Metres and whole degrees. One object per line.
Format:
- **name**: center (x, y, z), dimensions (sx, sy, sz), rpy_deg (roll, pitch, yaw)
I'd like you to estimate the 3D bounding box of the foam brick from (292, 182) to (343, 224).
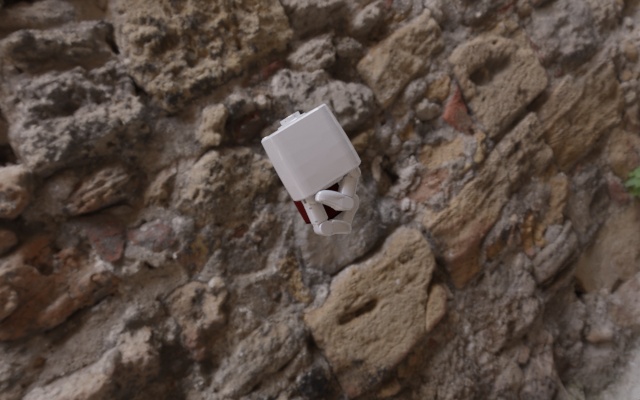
- **foam brick**: center (0.000, 0.003, 0.780), dimensions (0.053, 0.051, 0.078), rpy_deg (-36, 12, -26)
